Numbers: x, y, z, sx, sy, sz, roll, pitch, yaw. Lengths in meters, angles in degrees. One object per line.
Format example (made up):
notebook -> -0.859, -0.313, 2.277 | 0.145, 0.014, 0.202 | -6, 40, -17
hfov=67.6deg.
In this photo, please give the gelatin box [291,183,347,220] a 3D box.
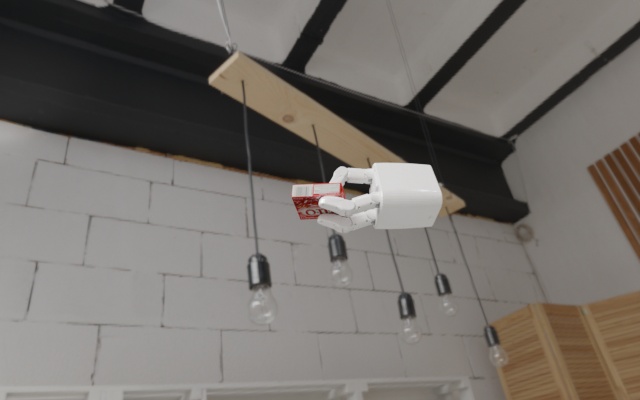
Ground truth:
gelatin box -> 0.000, 0.002, 0.838 | 0.089, 0.030, 0.073 | -2, -34, 11
